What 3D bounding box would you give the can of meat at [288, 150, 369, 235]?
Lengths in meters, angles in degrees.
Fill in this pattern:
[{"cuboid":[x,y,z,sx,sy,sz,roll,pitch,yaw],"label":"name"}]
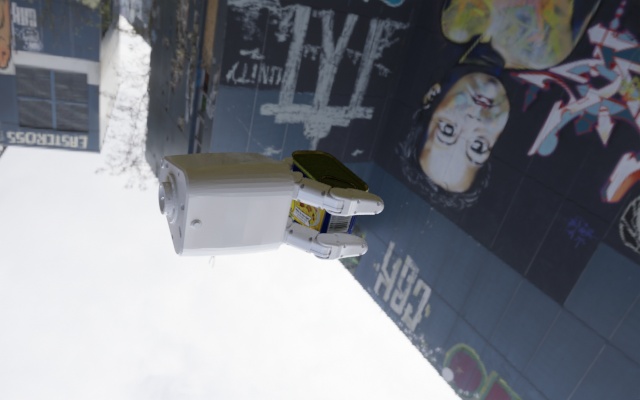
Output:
[{"cuboid":[0.000,0.002,0.548,0.057,0.084,0.102,-5,33,-34],"label":"can of meat"}]
